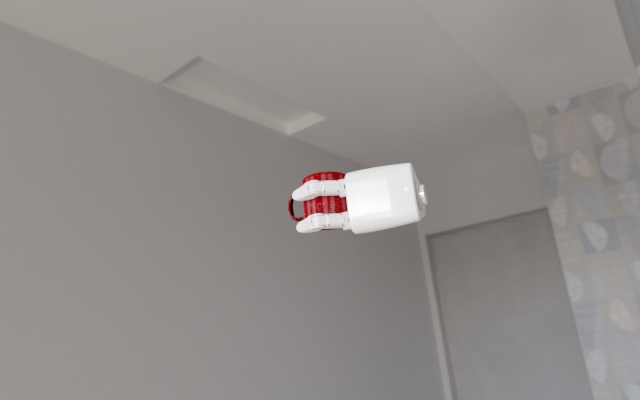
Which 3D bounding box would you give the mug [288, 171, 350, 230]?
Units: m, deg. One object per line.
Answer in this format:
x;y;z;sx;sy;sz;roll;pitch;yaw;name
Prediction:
-0.001;0.003;0.813;0.117;0.081;0.093;-10;-17;18;mug
